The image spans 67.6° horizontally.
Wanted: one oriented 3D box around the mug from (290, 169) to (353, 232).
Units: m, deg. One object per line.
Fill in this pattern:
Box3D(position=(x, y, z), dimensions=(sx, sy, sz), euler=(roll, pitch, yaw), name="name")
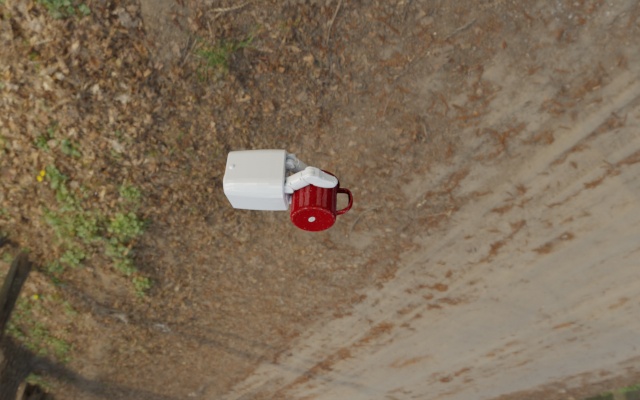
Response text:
Box3D(position=(0.002, 0.003, 0.859), dimensions=(0.117, 0.081, 0.093), euler=(0, -35, 3), name="mug")
